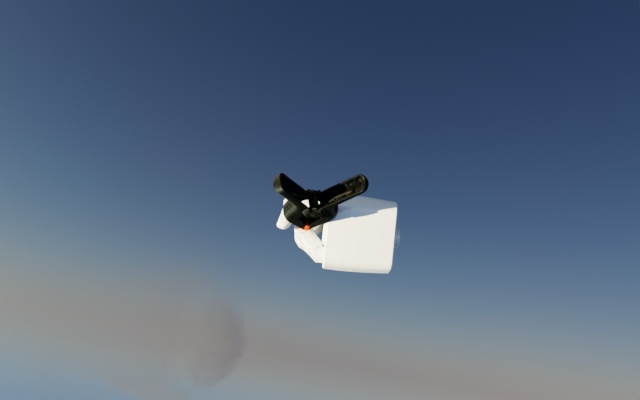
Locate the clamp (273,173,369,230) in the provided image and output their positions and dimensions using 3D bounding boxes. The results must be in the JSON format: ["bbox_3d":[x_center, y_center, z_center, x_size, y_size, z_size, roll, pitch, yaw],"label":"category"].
[{"bbox_3d":[0.000,0.003,0.660,0.120,0.039,0.171,3,-18,0],"label":"clamp"}]
